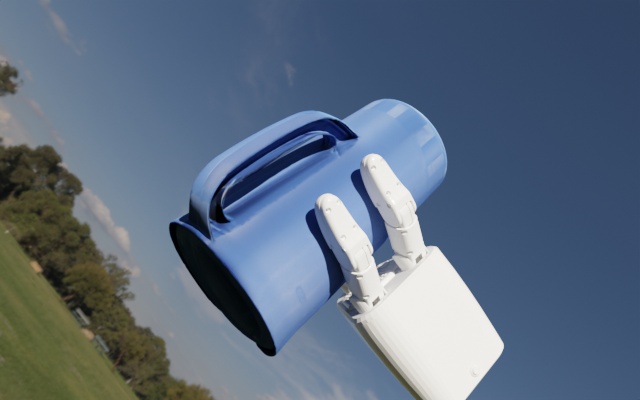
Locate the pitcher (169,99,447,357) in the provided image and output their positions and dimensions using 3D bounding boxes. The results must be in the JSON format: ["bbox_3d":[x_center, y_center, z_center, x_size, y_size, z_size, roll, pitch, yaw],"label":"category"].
[{"bbox_3d":[0.000,0.002,0.420,0.242,0.145,0.149,-38,3,-26],"label":"pitcher"}]
